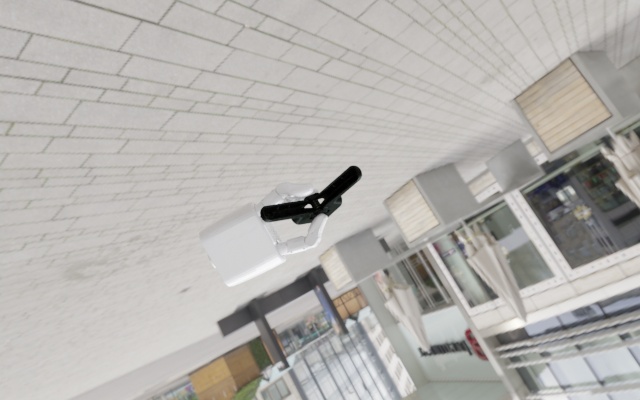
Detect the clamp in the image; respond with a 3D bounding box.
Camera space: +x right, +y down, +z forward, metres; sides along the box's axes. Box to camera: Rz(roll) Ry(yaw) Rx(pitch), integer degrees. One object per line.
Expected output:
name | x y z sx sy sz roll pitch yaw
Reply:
clamp | 0.000 0.004 0.796 0.164 0.036 0.210 -25 -12 5
